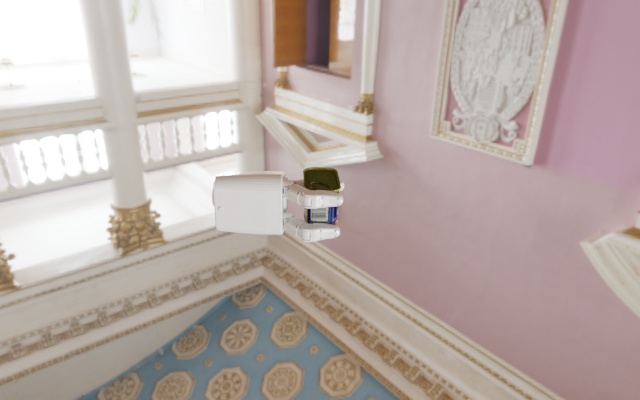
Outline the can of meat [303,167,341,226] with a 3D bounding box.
[{"bbox_3d":[0.000,0.003,0.773,0.057,0.084,0.102,1,24,-4],"label":"can of meat"}]
